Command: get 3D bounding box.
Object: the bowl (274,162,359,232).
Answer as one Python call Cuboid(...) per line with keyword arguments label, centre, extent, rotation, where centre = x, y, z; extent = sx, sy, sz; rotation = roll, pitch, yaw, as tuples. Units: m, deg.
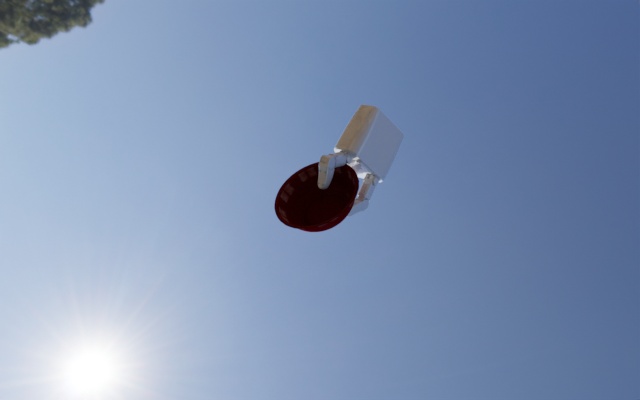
Cuboid(label="bowl", centre=(-0.001, 0.004, 0.870), extent=(0.162, 0.162, 0.055), rotation=(0, -40, 27))
